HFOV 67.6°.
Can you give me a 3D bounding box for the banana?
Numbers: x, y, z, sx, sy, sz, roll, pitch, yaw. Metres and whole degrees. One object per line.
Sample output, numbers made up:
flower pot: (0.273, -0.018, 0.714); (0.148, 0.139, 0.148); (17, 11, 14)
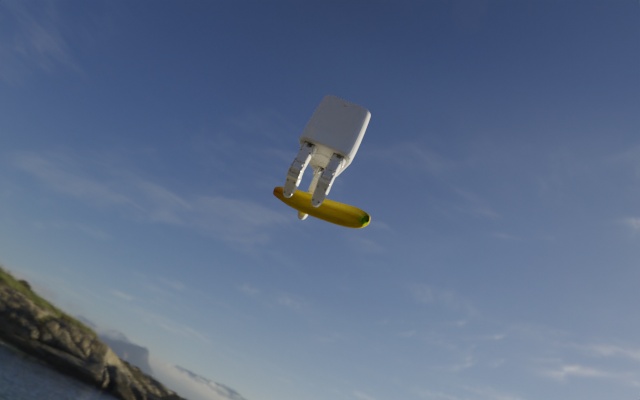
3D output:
banana: (0.010, 0.012, 0.820); (0.198, 0.037, 0.070); (15, -20, 31)
